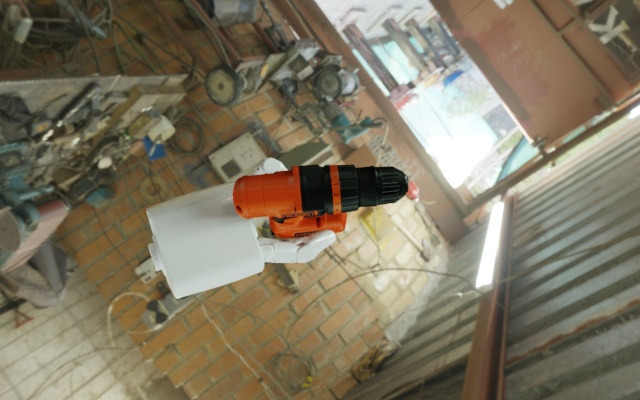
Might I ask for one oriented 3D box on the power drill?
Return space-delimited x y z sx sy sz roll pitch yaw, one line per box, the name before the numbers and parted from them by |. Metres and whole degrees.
power drill | 0.000 0.002 0.568 0.184 0.057 0.188 -3 -13 -1
